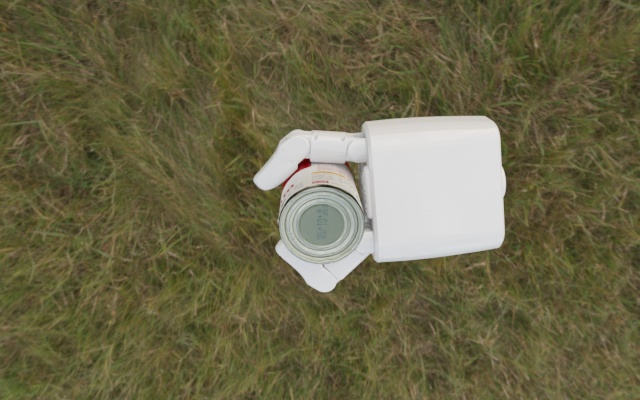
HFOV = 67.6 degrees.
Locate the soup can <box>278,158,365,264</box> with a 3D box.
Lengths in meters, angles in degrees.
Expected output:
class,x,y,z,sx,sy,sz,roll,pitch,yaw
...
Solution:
class,x,y,z,sx,sy,sz,roll,pitch,yaw
soup can,0.000,0.001,0.404,0.068,0.068,0.102,0,22,-1
